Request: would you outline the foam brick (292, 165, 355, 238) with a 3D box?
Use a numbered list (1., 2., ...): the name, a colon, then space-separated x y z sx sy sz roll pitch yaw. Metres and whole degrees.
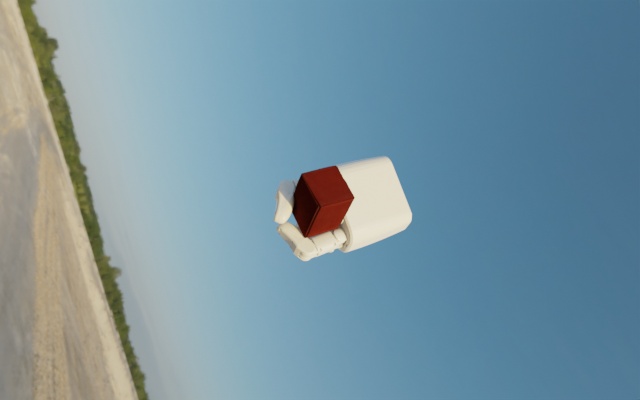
1. foam brick: 0.000 0.002 0.602 0.051 0.053 0.078 -15 -27 -25
